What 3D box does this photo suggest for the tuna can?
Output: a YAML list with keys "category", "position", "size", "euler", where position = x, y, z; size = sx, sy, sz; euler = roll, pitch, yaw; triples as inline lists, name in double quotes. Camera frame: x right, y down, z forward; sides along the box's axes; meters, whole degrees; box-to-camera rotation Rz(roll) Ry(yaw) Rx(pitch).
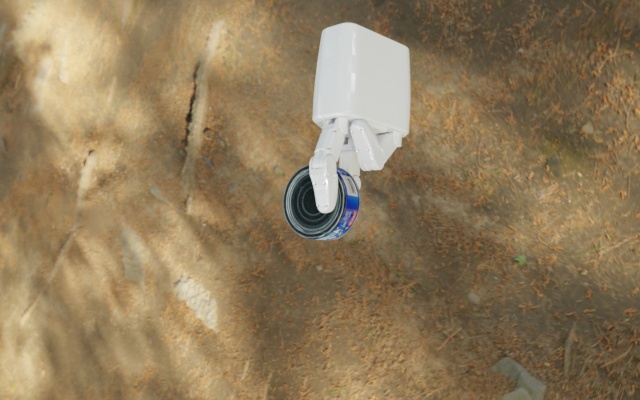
- category: "tuna can"
  position: [0.000, 0.002, 0.535]
  size: [0.086, 0.086, 0.034]
  euler: [0, -5, 34]
